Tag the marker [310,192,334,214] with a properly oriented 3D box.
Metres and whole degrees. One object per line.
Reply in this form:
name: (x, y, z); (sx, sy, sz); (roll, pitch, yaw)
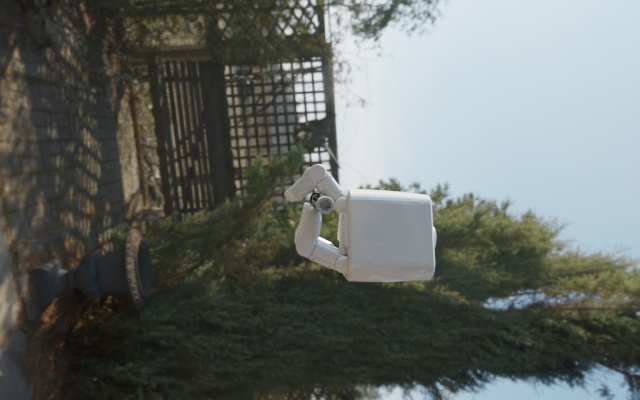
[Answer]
marker: (0.000, 0.002, 0.575); (0.020, 0.020, 0.121); (0, 3, -5)
